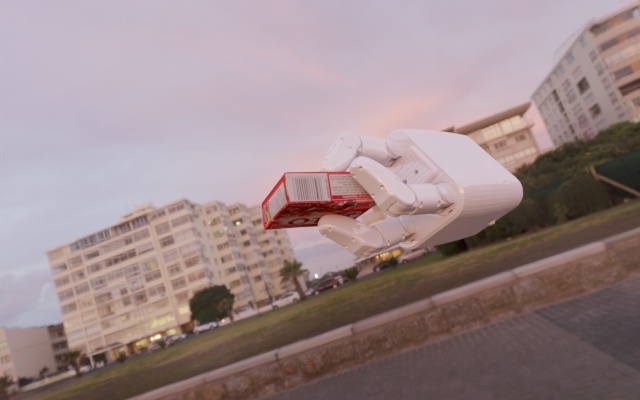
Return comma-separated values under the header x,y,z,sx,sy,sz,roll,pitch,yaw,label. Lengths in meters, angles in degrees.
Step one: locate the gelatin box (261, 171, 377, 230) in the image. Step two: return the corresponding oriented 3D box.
x,y,z,sx,sy,sz,roll,pitch,yaw,label
0.000,0.001,0.423,0.089,0.030,0.073,-2,-19,-24,gelatin box
